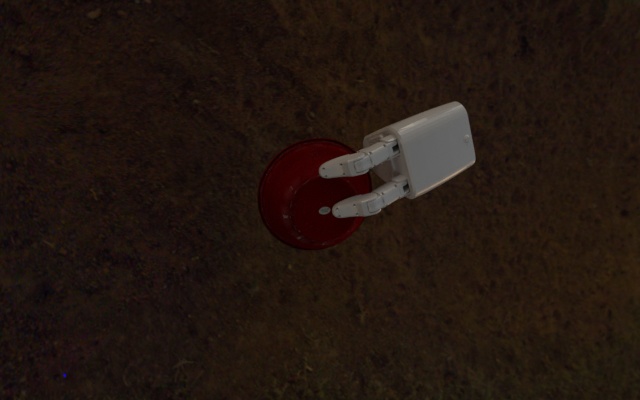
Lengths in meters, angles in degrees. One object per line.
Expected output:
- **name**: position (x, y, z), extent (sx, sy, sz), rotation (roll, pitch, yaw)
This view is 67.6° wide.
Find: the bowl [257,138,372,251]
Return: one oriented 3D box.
- **bowl**: position (-0.001, 0.003, 0.627), extent (0.162, 0.162, 0.055), rotation (0, 19, -14)
